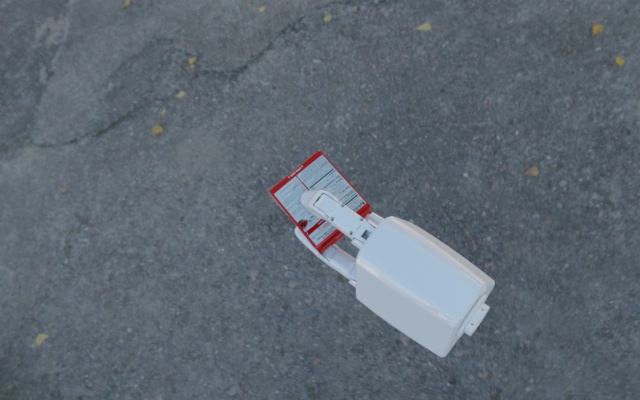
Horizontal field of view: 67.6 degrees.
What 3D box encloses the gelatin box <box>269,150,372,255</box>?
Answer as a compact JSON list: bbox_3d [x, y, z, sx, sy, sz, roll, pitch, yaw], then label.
[{"bbox_3d":[0.000,0.001,0.515,0.073,0.089,0.030,-40,-21,-3],"label":"gelatin box"}]
